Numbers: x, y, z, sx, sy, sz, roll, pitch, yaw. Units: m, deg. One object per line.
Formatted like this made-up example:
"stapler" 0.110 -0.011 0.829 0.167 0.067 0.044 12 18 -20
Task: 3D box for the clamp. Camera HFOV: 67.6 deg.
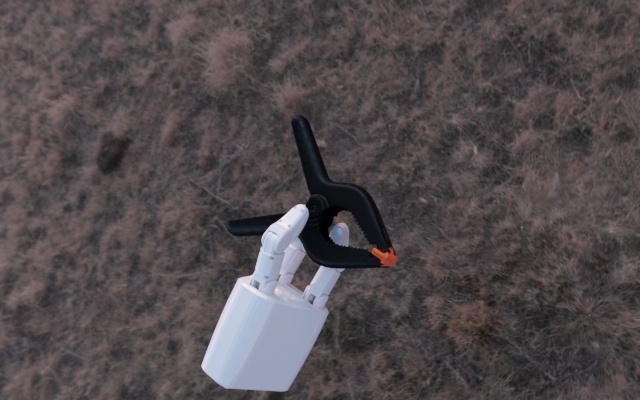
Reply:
"clamp" 0.000 0.002 0.530 0.210 0.164 0.036 26 1 31
